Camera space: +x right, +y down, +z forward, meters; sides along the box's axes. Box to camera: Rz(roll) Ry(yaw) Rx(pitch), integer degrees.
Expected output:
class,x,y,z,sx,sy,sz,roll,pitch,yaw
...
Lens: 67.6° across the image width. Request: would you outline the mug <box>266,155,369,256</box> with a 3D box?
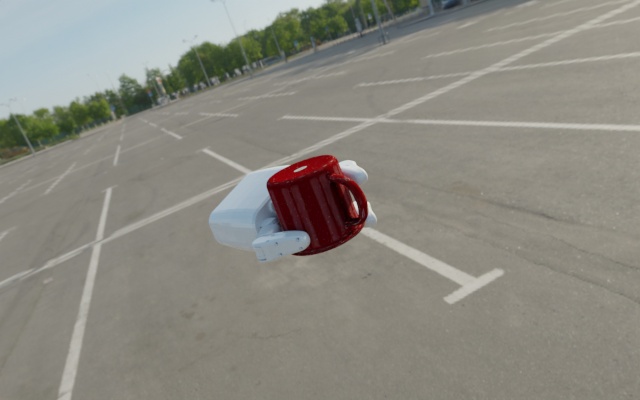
class,x,y,z,sx,sy,sz,roll,pitch,yaw
mug,0.001,0.001,0.508,0.117,0.081,0.093,-2,25,47
